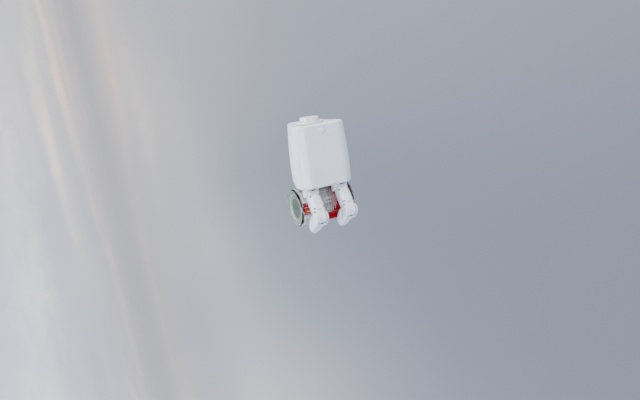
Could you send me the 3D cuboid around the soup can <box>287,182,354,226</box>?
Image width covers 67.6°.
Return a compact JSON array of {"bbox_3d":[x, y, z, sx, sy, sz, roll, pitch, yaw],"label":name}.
[{"bbox_3d":[0.000,0.003,0.851,0.102,0.068,0.068,-13,5,-23],"label":"soup can"}]
